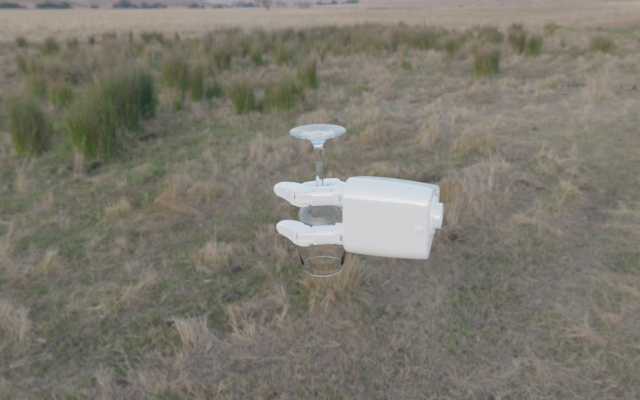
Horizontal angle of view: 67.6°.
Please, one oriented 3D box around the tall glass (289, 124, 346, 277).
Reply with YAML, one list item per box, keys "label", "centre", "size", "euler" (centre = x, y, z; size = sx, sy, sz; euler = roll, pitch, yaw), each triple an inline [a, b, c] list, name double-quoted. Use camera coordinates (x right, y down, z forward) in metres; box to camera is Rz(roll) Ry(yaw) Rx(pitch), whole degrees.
- label: "tall glass"
  centre: [0.000, 0.001, 0.655]
  size: [0.079, 0.201, 0.079]
  euler: [-2, 22, 1]
